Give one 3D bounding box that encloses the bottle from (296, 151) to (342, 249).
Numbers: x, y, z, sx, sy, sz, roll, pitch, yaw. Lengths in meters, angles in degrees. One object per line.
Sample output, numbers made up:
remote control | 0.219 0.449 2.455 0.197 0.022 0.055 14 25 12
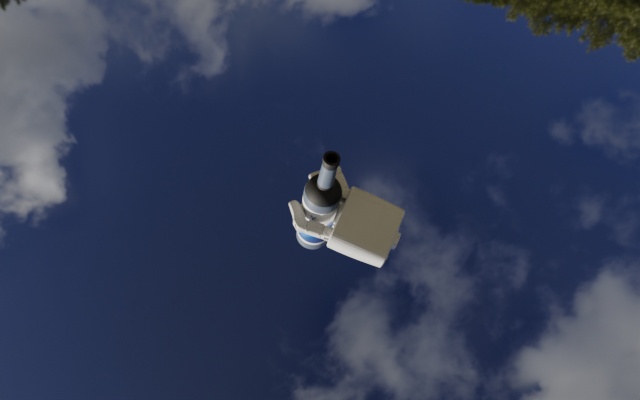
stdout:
bottle | 0.000 0.003 0.861 0.069 0.069 0.296 0 -27 -8
